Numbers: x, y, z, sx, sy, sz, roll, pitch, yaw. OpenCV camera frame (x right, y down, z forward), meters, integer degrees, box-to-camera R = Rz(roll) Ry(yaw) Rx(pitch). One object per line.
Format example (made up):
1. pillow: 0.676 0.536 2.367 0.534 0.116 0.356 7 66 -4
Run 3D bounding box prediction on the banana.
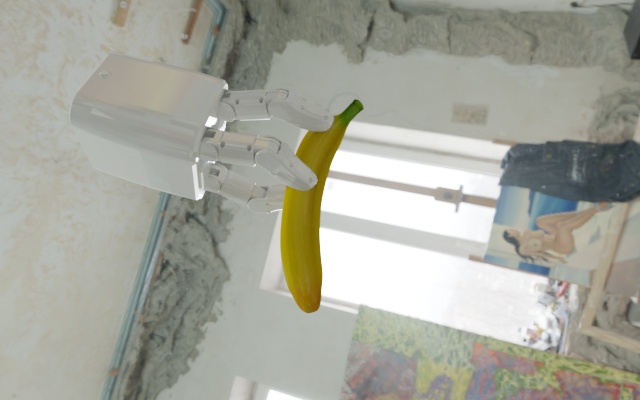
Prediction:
1. banana: -0.009 0.001 0.433 0.037 0.197 0.069 20 -19 -26
